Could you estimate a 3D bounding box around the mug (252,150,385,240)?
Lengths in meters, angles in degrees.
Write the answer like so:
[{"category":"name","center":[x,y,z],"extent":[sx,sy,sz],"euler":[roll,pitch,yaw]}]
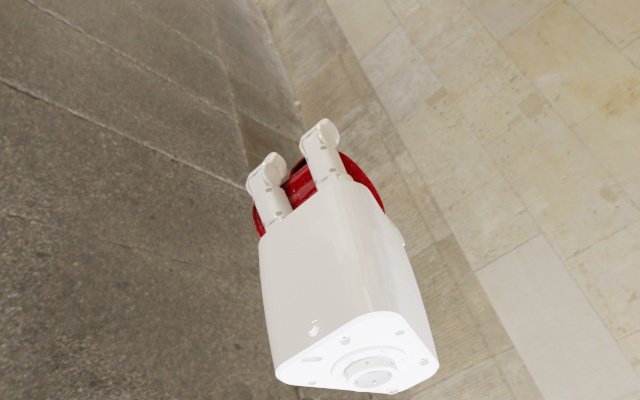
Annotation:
[{"category":"mug","center":[0.000,0.000,0.425],"extent":[0.081,0.117,0.093],"euler":[-37,-49,24]}]
